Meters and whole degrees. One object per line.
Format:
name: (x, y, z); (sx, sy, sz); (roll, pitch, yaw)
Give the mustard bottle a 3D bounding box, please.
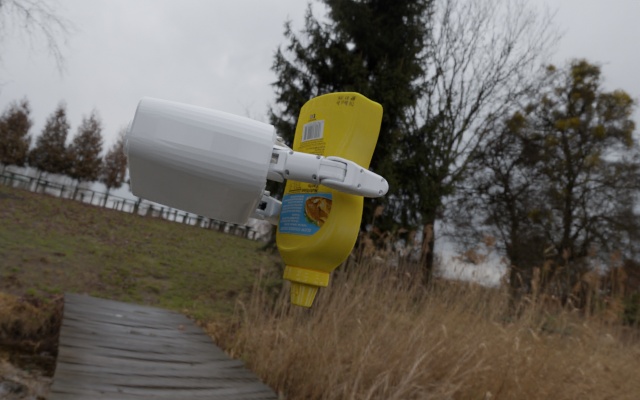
mustard bottle: (0.000, 0.001, 0.441); (0.058, 0.191, 0.096); (18, -11, -36)
